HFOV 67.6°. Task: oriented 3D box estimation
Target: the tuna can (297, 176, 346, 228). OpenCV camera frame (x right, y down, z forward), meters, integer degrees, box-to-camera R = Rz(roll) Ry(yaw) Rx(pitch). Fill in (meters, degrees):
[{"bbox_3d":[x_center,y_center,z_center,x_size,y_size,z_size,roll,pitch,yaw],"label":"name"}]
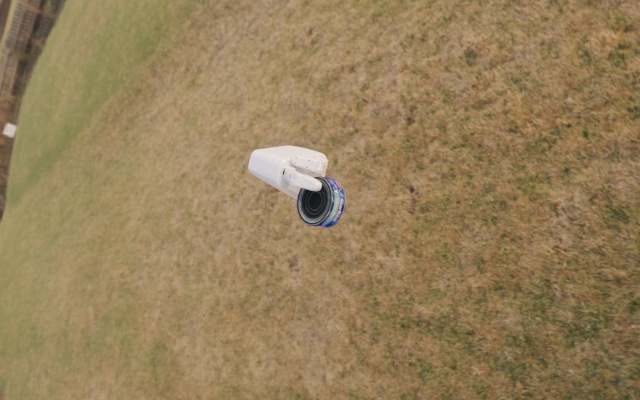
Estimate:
[{"bbox_3d":[0.000,0.003,0.800,0.086,0.086,0.034,0,-8,44],"label":"tuna can"}]
